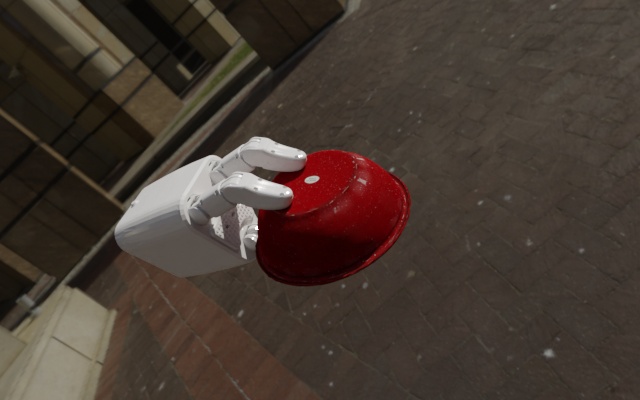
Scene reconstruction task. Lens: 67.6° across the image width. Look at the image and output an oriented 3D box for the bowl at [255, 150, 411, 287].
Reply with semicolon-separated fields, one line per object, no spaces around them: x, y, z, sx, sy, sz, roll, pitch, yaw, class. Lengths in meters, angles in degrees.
0.001;0.001;0.451;0.162;0.055;0.162;-17;36;13;bowl
